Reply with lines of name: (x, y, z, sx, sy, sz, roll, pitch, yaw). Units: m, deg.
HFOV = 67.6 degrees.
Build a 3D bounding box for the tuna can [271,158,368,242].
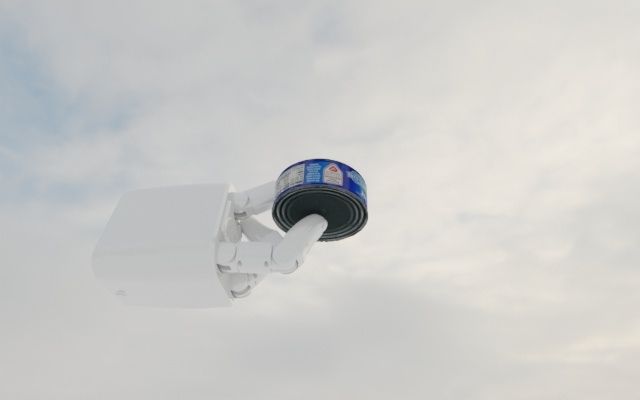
tuna can: (0.000, 0.001, 0.432, 0.086, 0.033, 0.086, 2, -37, 1)
